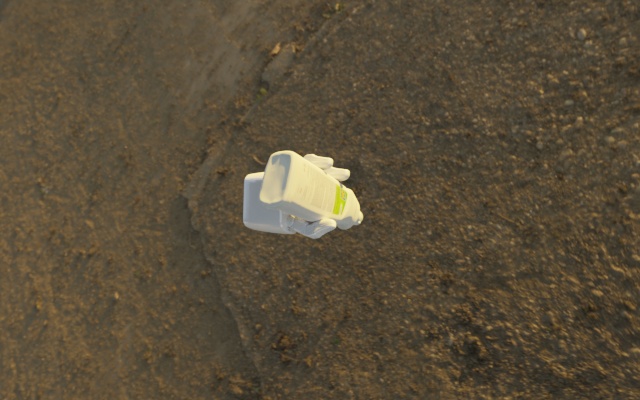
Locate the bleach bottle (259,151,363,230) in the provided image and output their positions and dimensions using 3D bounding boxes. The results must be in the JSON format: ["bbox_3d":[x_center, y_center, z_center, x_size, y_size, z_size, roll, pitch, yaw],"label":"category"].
[{"bbox_3d":[0.000,0.003,0.864,0.068,0.102,0.251,0,-19,37],"label":"bleach bottle"}]
